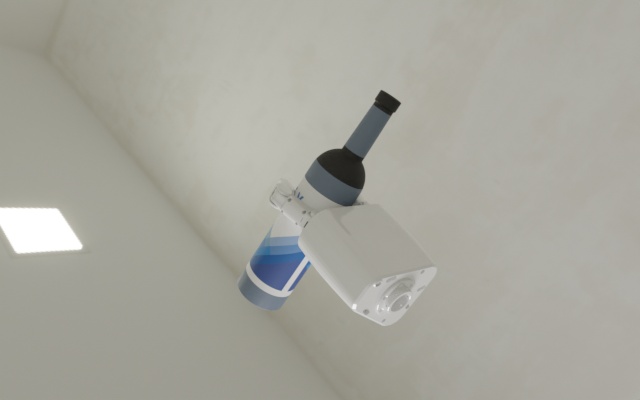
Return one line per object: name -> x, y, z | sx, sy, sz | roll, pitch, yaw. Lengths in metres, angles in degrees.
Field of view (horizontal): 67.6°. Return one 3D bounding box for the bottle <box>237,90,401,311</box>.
bottle -> 0.000, 0.002, 0.570 | 0.069, 0.296, 0.069 | 30, 18, -11
